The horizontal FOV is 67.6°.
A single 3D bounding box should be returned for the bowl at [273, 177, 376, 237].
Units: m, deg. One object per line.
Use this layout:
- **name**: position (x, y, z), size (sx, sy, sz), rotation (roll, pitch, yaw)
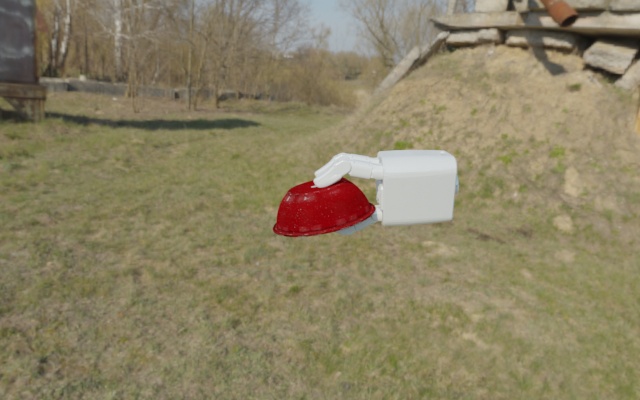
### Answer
- **bowl**: position (-0.001, 0.002, 0.728), size (0.162, 0.055, 0.162), rotation (-12, 13, 3)
